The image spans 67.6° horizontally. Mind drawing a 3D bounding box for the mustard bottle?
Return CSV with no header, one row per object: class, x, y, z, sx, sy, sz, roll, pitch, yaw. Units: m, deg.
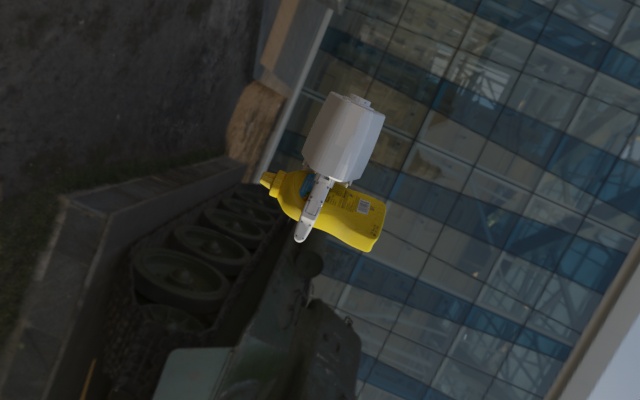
mustard bottle,0.000,0.003,0.715,0.191,0.058,0.096,24,39,-1
